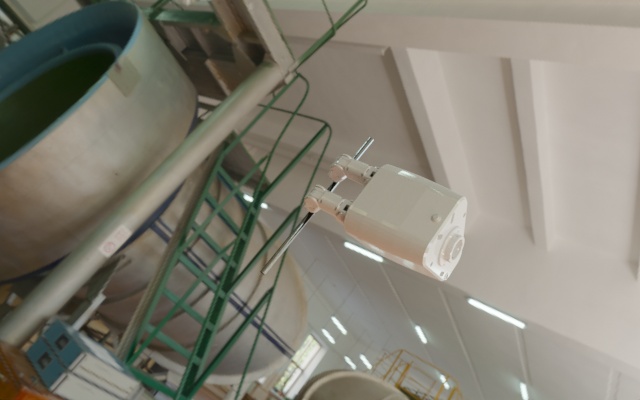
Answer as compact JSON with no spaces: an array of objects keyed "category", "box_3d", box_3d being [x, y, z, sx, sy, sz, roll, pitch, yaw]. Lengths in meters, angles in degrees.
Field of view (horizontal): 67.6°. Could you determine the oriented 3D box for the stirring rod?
[{"category":"stirring rod","box_3d":[0.000,0.002,0.630,0.011,0.239,0.011,34,-20,14]}]
